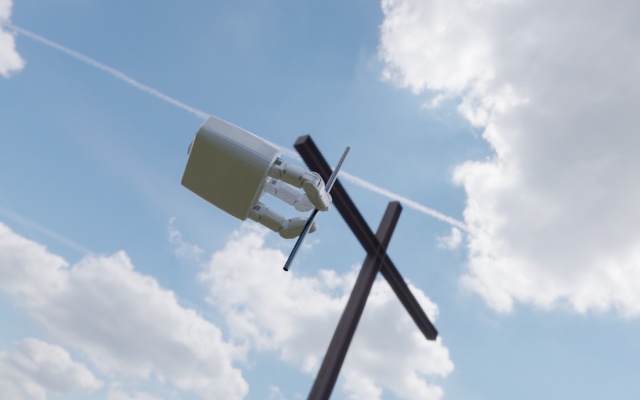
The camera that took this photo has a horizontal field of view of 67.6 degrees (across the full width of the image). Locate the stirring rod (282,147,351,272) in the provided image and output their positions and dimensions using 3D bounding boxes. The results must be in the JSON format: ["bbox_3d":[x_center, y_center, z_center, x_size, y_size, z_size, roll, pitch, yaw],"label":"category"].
[{"bbox_3d":[0.000,0.002,0.659,0.011,0.011,0.239,0,43,29],"label":"stirring rod"}]
